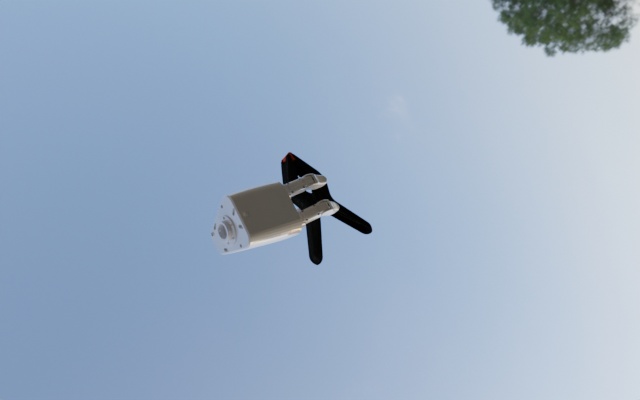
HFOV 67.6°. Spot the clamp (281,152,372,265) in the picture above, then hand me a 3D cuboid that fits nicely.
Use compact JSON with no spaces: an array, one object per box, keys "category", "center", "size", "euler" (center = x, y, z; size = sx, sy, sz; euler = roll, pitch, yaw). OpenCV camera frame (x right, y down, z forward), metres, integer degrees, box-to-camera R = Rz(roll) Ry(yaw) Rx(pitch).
[{"category":"clamp","center":[-0.001,0.003,0.869],"size":[0.164,0.210,0.036],"euler":[-15,-19,-45]}]
